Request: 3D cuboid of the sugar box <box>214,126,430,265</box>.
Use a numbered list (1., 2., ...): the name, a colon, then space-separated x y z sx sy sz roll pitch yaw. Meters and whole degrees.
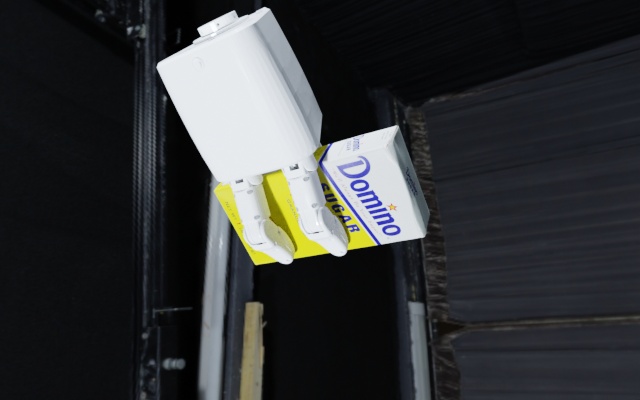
1. sugar box: 0.000 0.002 0.436 0.176 0.093 0.048 -12 27 28
